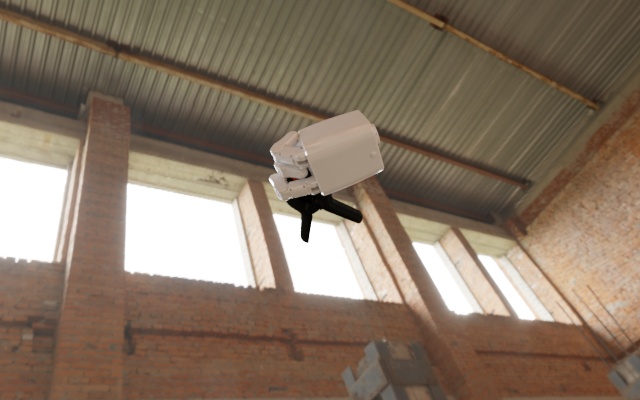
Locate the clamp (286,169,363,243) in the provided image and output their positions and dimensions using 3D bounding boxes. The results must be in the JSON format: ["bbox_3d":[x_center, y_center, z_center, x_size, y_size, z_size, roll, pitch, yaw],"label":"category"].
[{"bbox_3d":[0.000,0.002,0.818,0.120,0.039,0.172,-20,-46,4],"label":"clamp"}]
